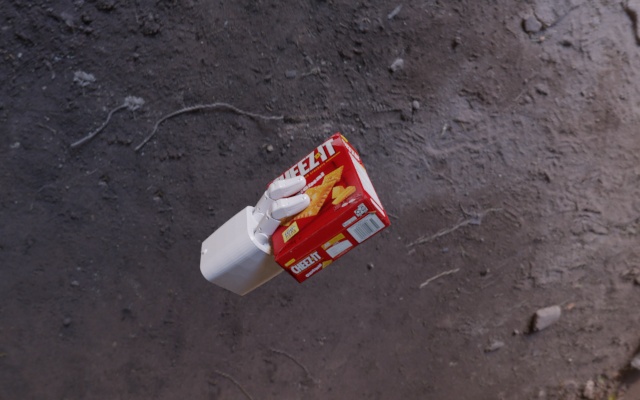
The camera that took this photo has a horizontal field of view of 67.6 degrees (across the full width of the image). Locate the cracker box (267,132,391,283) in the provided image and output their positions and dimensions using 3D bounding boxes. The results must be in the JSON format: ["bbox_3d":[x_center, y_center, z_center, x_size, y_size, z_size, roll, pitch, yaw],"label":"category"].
[{"bbox_3d":[0.000,0.003,0.757,0.164,0.072,0.213,-35,32,13],"label":"cracker box"}]
